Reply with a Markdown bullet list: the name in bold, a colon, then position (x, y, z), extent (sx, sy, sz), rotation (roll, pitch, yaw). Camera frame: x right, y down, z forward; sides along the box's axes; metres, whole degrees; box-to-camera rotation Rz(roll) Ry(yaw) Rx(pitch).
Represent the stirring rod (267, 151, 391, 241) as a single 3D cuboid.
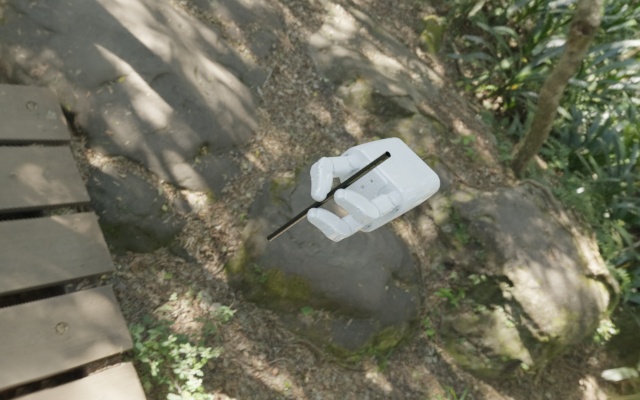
- **stirring rod**: position (0.000, 0.002, 0.590), extent (0.011, 0.011, 0.240), rotation (0, -25, -41)
